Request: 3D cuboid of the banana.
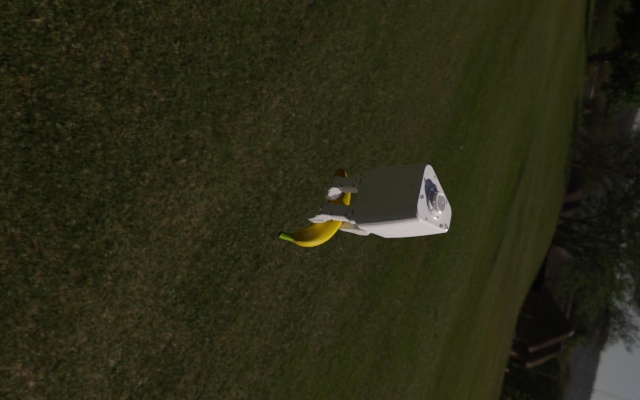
[{"bbox_3d":[0.010,0.019,0.816,0.037,0.069,0.197,-30,13,48],"label":"banana"}]
